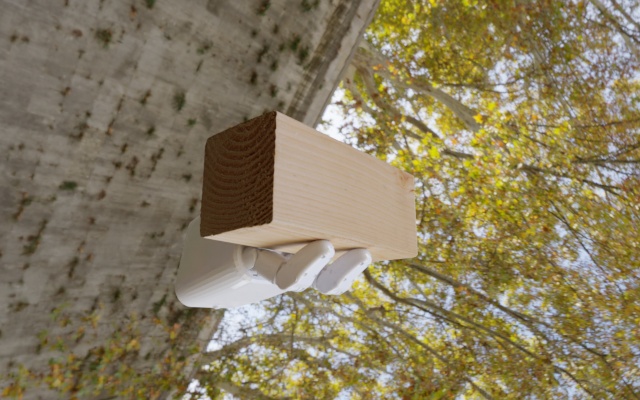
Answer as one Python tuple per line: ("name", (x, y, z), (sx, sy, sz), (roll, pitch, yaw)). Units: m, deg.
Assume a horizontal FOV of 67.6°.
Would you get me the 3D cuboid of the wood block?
("wood block", (0.000, 0.001, 0.451), (0.090, 0.090, 0.206), (-13, -20, 39))
